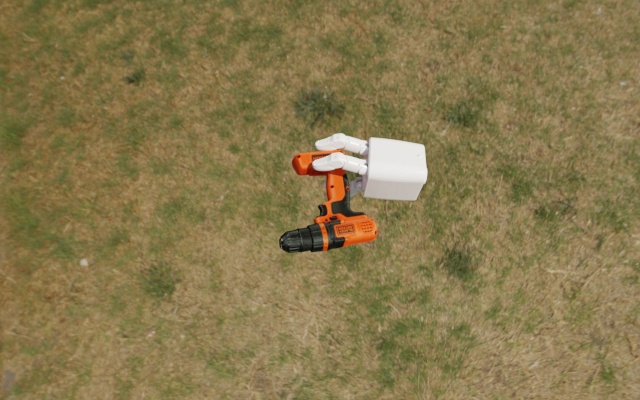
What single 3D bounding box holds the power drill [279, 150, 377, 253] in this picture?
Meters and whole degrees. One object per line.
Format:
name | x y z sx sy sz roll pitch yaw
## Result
power drill | 0.000 0.002 0.893 0.184 0.187 0.057 -7 -18 -18
